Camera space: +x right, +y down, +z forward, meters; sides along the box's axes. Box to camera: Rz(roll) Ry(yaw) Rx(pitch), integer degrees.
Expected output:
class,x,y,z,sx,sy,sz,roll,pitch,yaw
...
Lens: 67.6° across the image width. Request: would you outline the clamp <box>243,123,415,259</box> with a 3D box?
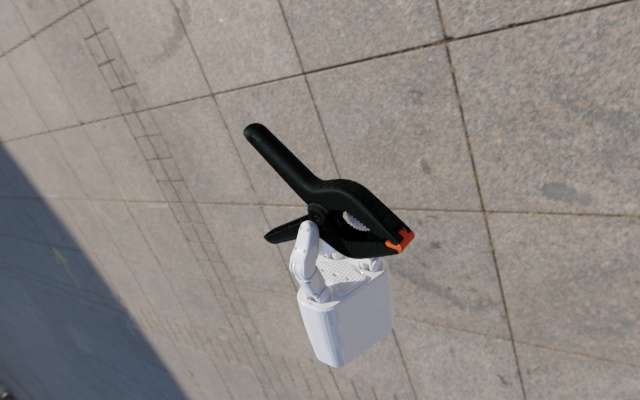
class,x,y,z,sx,sy,sz,roll,pitch,yaw
clamp,0.000,0.002,0.513,0.210,0.165,0.036,15,41,36
